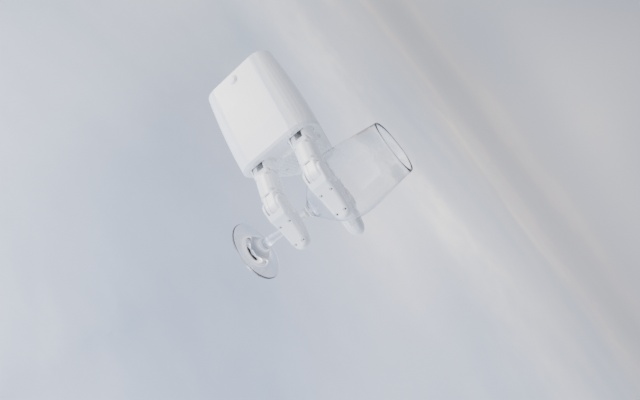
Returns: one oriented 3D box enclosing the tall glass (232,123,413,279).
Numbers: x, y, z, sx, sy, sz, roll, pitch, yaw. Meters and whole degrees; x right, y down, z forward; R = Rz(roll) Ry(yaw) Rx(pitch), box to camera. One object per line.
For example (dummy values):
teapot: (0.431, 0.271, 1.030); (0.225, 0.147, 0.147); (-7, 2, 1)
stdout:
tall glass: (0.000, 0.002, 0.516); (0.201, 0.079, 0.079); (-37, -14, 20)
